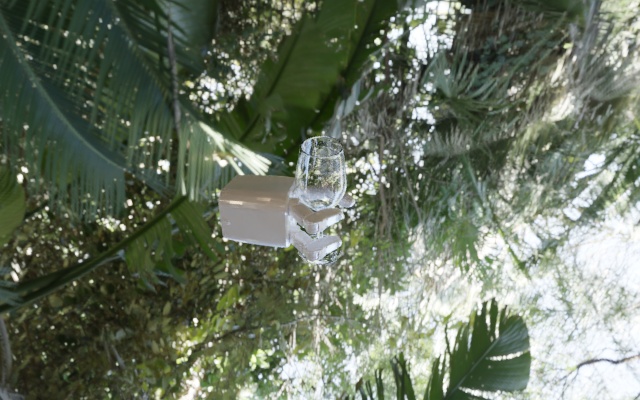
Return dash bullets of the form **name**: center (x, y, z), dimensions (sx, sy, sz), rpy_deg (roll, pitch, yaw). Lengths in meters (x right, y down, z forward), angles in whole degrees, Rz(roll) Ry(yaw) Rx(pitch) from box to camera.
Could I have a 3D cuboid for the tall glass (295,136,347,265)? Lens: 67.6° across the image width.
- **tall glass**: center (0.000, 0.003, 0.740), dimensions (0.079, 0.201, 0.079), rpy_deg (1, 37, -1)
